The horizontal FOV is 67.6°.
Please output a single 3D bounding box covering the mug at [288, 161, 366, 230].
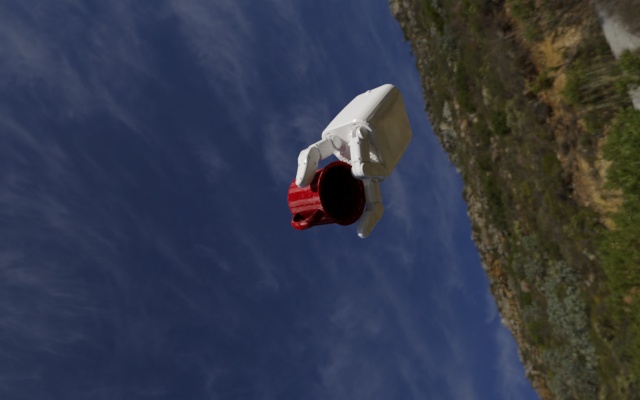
[{"bbox_3d":[-0.001,0.003,0.698,0.081,0.093,0.117,-11,33,48],"label":"mug"}]
